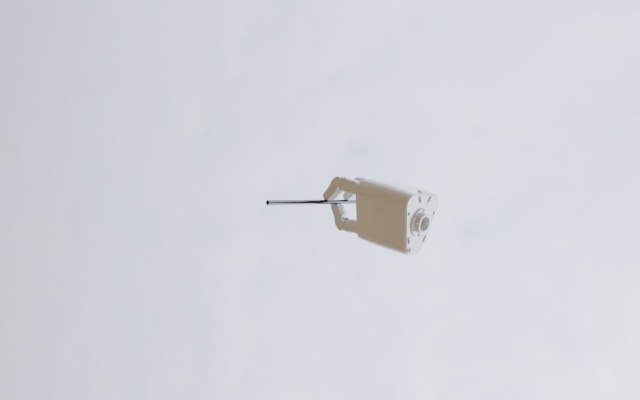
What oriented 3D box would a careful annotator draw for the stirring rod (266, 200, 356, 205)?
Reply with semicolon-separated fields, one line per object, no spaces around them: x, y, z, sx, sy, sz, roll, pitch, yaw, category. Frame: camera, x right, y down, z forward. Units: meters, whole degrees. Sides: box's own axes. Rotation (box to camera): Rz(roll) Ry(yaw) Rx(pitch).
0.000;0.003;0.859;0.239;0.011;0.011;0;0;-44;stirring rod
